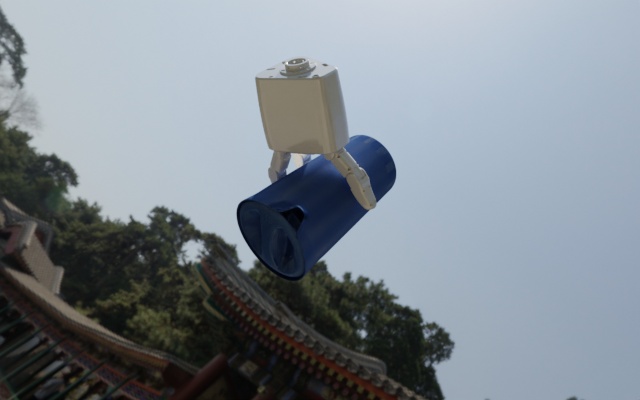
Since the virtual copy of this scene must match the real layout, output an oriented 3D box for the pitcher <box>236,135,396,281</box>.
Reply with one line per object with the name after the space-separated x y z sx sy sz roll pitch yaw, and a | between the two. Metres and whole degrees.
0.000 0.002 0.721 0.149 0.145 0.242 18 42 39 | pitcher
